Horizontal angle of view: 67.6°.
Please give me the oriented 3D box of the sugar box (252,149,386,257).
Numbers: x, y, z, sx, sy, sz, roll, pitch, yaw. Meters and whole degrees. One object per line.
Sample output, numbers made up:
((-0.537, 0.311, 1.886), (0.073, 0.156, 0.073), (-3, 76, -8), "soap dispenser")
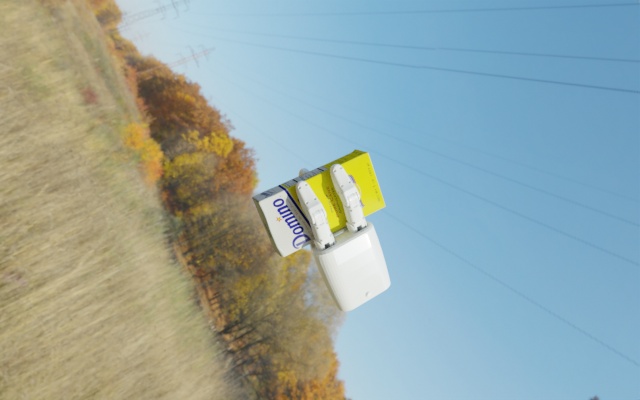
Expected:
((0.000, 0.002, 0.695), (0.176, 0.093, 0.048), (-27, 20, -16), "sugar box")
